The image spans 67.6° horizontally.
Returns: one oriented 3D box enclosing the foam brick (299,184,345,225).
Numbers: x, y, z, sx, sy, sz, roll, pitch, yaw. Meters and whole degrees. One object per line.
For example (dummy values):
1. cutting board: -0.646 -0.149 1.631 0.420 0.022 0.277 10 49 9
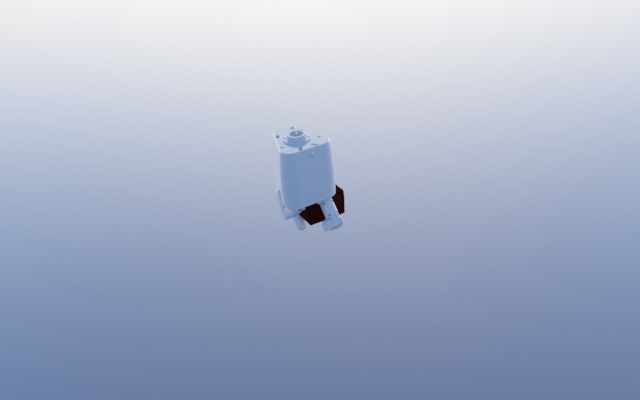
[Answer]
1. foam brick: 0.000 0.003 0.896 0.078 0.051 0.053 -20 35 -24
